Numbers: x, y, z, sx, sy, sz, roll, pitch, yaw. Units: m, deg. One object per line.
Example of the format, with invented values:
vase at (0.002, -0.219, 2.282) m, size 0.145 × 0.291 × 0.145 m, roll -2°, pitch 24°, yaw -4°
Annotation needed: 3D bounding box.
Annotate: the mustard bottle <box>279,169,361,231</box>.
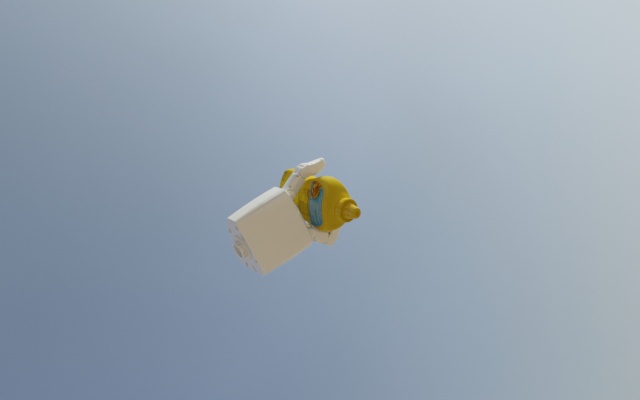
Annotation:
mustard bottle at (0.000, 0.003, 0.845) m, size 0.058 × 0.096 × 0.191 m, roll -7°, pitch 15°, yaw -37°
